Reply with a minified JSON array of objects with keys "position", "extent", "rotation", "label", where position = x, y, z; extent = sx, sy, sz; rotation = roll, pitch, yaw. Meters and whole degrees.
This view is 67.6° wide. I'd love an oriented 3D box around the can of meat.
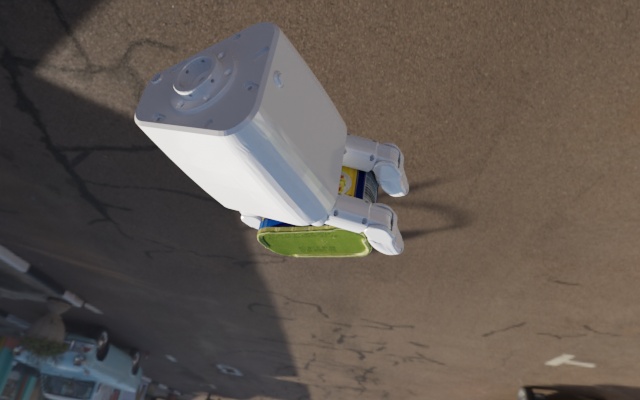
[{"position":[0.000,0.002,0.417],"extent":[0.102,0.084,0.057],"rotation":[-4,-32,23],"label":"can of meat"}]
